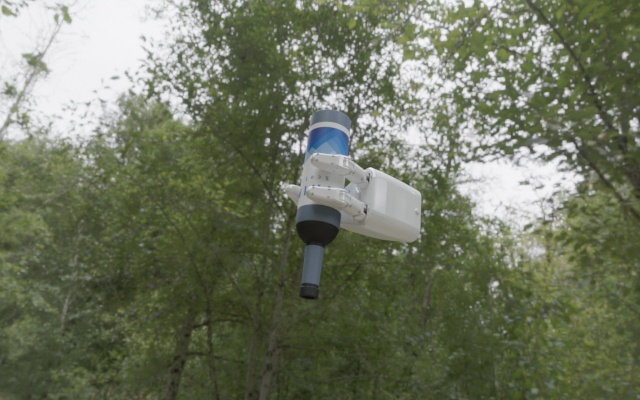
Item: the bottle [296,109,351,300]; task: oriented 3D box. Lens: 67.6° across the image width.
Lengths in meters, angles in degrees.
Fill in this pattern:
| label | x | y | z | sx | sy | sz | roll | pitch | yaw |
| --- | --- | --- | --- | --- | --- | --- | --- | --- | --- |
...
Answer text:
| label | x | y | z | sx | sy | sz | roll | pitch | yaw |
| --- | --- | --- | --- | --- | --- | --- | --- | --- | --- |
| bottle | 0.000 | 0.002 | 0.726 | 0.069 | 0.295 | 0.069 | 6 | -24 | 3 |
